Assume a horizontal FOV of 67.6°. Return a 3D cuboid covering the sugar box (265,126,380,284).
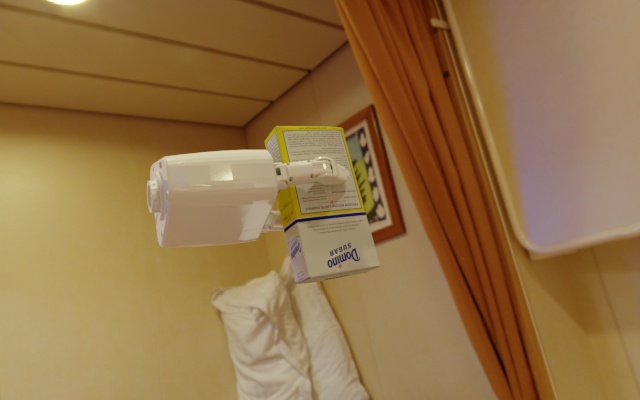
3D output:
[{"bbox_3d":[0.000,0.002,0.549,0.093,0.176,0.048,-4,-16,-28],"label":"sugar box"}]
